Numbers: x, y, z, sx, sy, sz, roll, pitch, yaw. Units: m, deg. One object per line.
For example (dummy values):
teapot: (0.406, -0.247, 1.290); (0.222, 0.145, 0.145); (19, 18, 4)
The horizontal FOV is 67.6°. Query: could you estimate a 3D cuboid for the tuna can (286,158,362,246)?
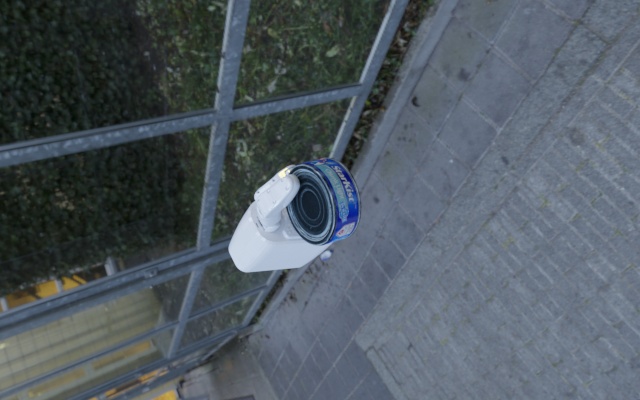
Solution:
tuna can: (0.000, 0.002, 0.480); (0.034, 0.086, 0.086); (-15, 9, -36)
